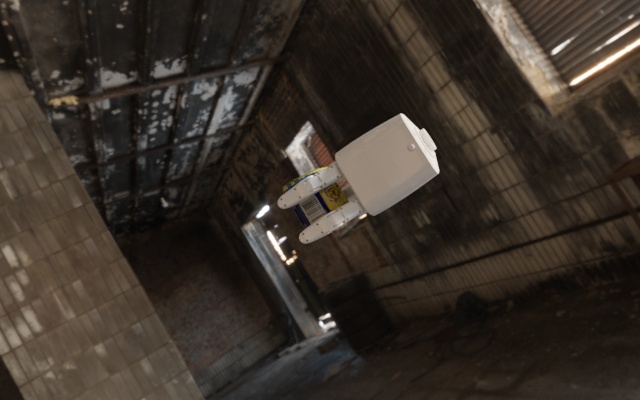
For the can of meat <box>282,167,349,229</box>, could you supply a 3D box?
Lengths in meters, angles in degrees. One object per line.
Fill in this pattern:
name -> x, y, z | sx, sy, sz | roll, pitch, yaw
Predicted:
can of meat -> 0.000, 0.002, 0.683 | 0.057, 0.084, 0.102 | -33, -5, 23
